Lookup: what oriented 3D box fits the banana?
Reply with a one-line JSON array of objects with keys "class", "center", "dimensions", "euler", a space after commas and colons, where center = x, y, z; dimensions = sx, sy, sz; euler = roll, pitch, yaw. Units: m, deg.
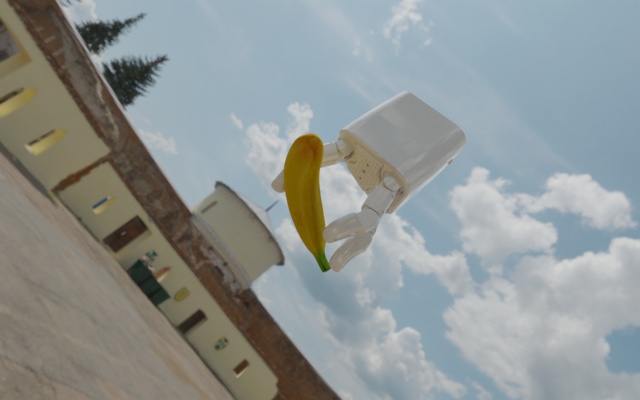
[{"class": "banana", "center": [-0.011, -0.006, 0.503], "dimensions": [0.037, 0.198, 0.069], "euler": [-33, 52, -21]}]
